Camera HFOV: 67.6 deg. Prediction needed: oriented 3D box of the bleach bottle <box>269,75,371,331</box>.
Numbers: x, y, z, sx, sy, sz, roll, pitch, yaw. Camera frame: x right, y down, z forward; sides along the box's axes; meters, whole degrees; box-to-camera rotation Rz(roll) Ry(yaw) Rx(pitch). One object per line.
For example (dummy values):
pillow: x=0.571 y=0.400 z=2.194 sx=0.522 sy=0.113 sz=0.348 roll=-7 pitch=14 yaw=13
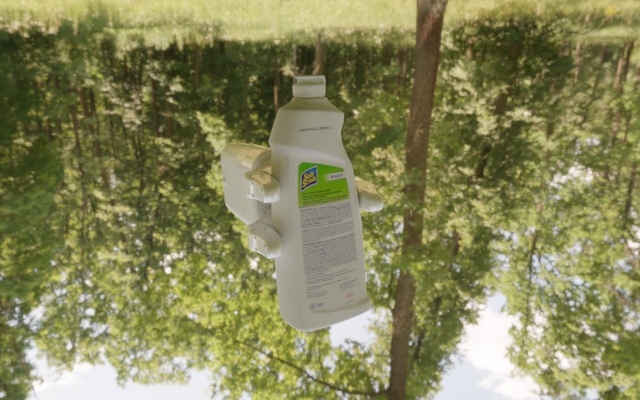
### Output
bleach bottle: x=0.000 y=0.002 z=0.487 sx=0.102 sy=0.251 sz=0.068 roll=-12 pitch=19 yaw=-30
